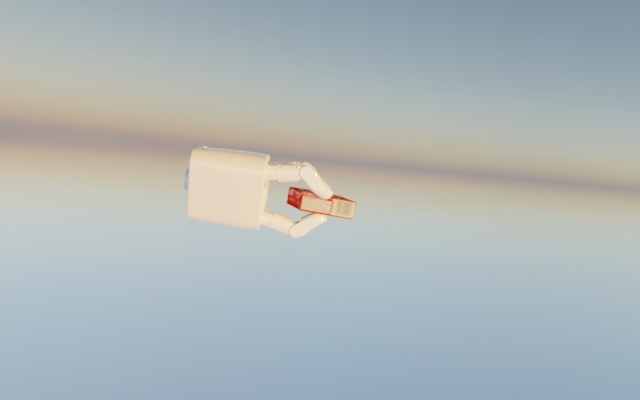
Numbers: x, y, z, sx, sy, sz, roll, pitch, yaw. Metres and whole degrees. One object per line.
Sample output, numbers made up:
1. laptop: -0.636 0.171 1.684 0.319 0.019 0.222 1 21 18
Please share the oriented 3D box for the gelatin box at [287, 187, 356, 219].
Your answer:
1. gelatin box: 0.000 0.003 0.725 0.089 0.030 0.073 11 5 -18
